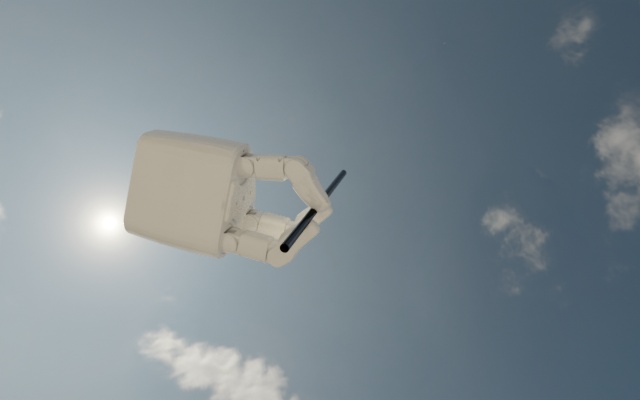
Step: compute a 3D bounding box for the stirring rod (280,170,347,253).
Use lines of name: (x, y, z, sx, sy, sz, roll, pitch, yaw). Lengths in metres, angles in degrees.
stirring rod: (0.000, 0.002, 0.490, 0.011, 0.011, 0.239, 0, 18, 15)
